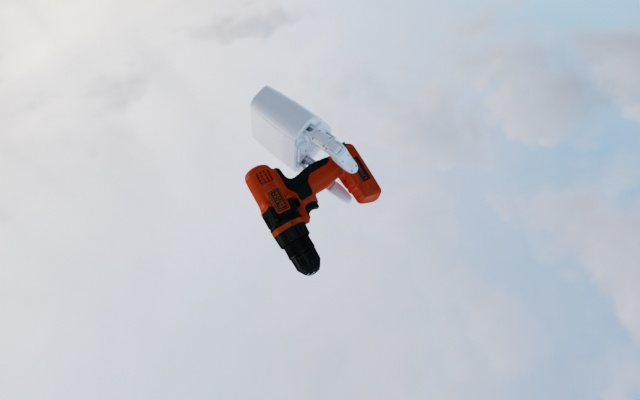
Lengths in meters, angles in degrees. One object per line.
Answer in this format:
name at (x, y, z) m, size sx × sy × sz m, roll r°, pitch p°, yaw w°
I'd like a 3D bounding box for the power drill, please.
power drill at (0.000, 0.002, 0.741) m, size 0.187 × 0.184 × 0.057 m, roll -26°, pitch -10°, yaw -26°
